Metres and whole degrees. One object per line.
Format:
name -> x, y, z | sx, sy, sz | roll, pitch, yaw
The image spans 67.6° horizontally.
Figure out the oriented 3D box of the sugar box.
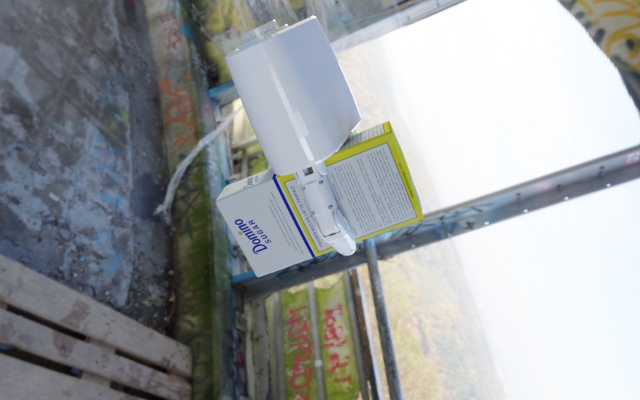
sugar box -> 0.000, 0.001, 0.458 | 0.176, 0.093, 0.048 | -19, 21, 15
